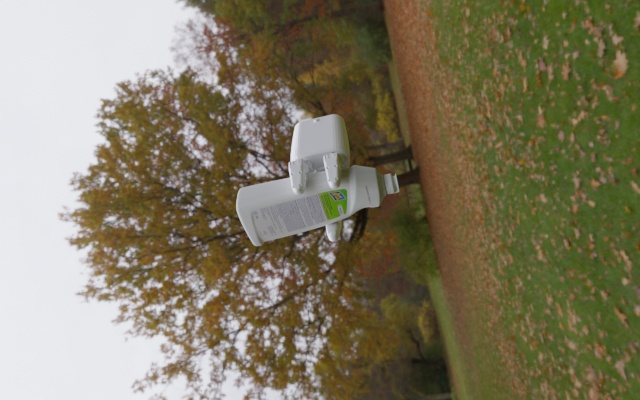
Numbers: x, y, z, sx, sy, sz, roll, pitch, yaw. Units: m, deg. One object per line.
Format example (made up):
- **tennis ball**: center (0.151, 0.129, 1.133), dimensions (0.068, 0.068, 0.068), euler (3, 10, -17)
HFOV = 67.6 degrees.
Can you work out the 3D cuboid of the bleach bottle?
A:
- **bleach bottle**: center (0.000, 0.002, 0.762), dimensions (0.251, 0.103, 0.068), euler (-11, 42, 10)
